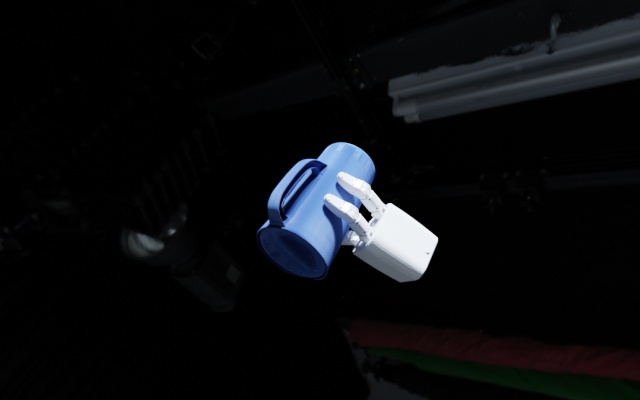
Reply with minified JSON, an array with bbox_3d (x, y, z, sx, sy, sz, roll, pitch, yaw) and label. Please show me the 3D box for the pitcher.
[{"bbox_3d":[0.000,0.003,0.838,0.145,0.242,0.149,33,-34,-1],"label":"pitcher"}]
